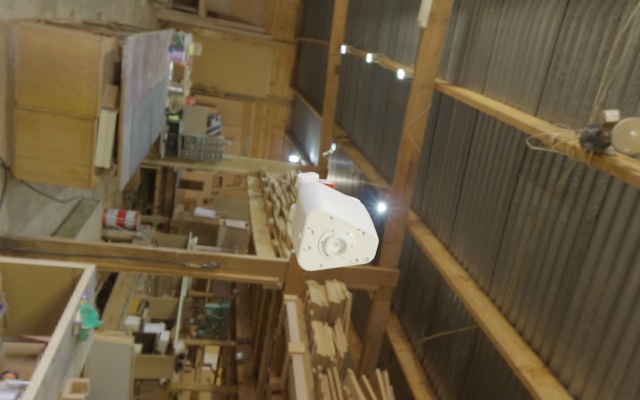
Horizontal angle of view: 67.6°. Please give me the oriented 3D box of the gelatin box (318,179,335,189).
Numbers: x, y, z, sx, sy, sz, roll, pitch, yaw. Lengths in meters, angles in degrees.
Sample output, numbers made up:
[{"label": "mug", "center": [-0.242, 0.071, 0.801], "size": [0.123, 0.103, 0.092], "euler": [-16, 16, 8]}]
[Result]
[{"label": "gelatin box", "center": [0.001, 0.003, 0.817], "size": [0.030, 0.073, 0.089], "euler": [9, 6, -6]}]
